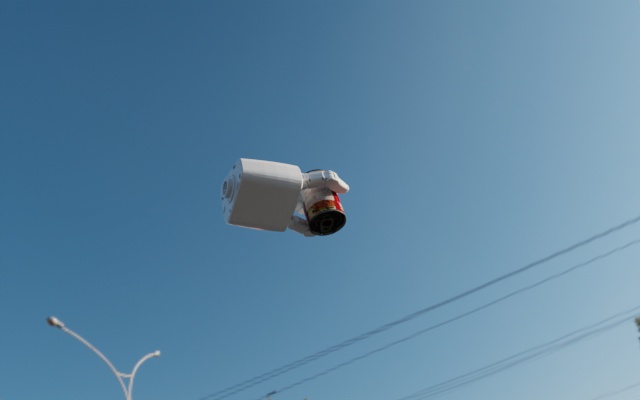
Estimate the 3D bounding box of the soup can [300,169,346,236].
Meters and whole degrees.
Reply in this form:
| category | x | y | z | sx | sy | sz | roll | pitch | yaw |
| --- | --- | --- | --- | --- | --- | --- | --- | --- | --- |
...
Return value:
| category | x | y | z | sx | sy | sz | roll | pitch | yaw |
| --- | --- | --- | --- | --- | --- | --- | --- | --- | --- |
| soup can | 0.001 | 0.003 | 0.851 | 0.068 | 0.102 | 0.069 | -10 | -40 | -9 |
